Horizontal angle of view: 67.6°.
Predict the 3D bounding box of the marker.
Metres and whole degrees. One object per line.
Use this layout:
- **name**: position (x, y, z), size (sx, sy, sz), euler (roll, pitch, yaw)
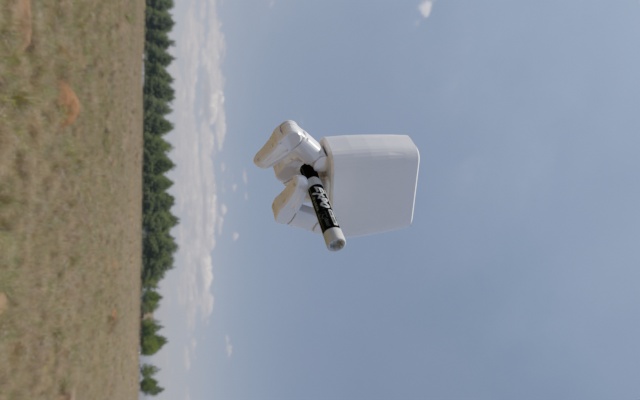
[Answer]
- **marker**: position (0.000, 0.002, 0.490), size (0.020, 0.020, 0.121), euler (0, 42, -20)
